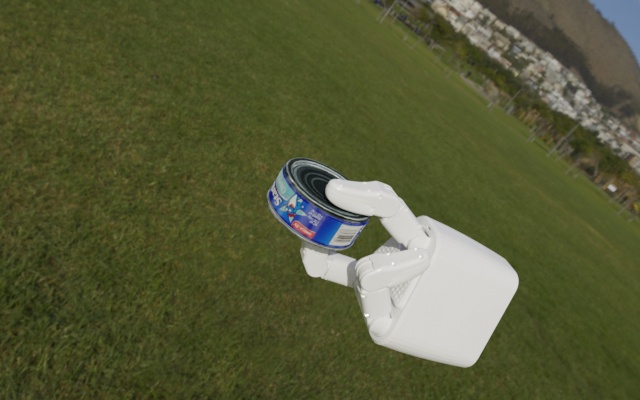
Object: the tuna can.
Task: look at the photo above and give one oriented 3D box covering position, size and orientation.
[{"bbox_3d":[0.000,0.001,0.403,0.086,0.034,0.086,26,26,-14],"label":"tuna can"}]
